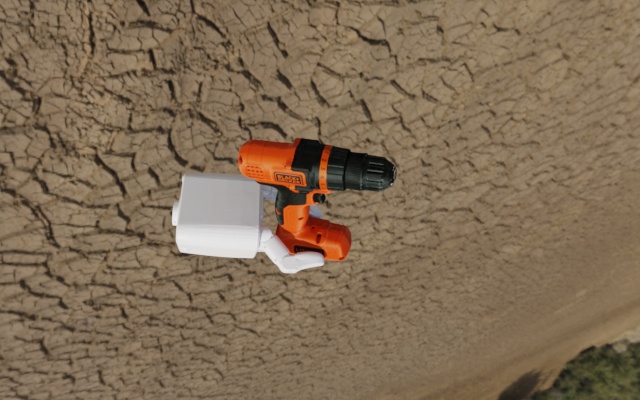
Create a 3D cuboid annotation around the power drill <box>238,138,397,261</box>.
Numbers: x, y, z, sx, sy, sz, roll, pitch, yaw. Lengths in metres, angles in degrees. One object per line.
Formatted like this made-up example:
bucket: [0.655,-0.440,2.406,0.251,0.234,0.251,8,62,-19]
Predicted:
power drill: [0.000,0.002,0.603,0.184,0.057,0.188,9,-39,13]
